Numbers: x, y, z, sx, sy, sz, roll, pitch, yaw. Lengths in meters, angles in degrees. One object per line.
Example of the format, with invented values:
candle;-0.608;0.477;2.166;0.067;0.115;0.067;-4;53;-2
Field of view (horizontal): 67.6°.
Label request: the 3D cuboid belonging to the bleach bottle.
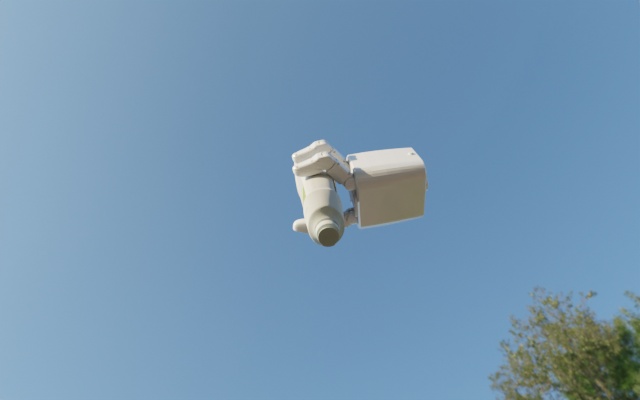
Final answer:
bleach bottle;0.000;0.002;0.722;0.068;0.103;0.250;-9;25;-1
